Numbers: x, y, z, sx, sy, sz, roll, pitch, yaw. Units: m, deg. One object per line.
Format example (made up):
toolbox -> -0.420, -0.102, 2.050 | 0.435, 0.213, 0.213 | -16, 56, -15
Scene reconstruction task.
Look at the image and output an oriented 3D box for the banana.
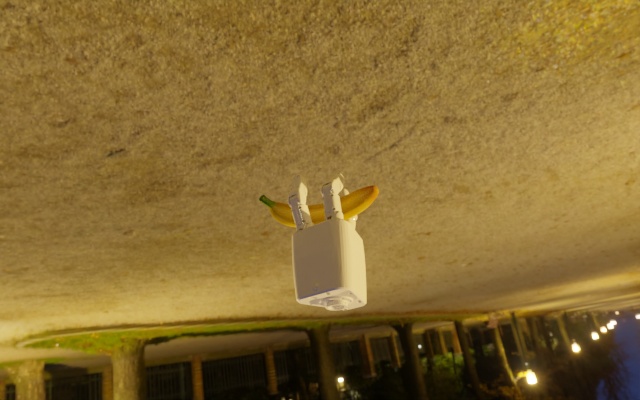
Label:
banana -> 0.001, 0.014, 0.783 | 0.198, 0.037, 0.070 | -6, -38, 13
